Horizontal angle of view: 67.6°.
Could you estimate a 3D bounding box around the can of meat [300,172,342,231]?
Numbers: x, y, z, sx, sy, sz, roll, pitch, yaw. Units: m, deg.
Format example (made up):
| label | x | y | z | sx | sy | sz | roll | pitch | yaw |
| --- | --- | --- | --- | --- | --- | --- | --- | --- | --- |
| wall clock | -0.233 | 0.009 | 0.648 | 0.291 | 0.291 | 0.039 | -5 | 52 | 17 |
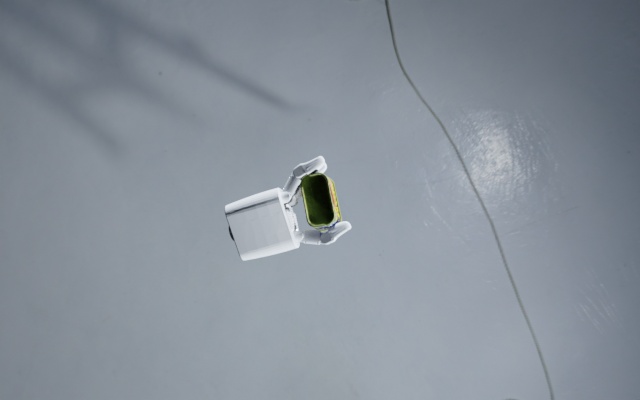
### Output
| label | x | y | z | sx | sy | sz | roll | pitch | yaw |
| --- | --- | --- | --- | --- | --- | --- | --- | --- | --- |
| can of meat | 0.000 | 0.003 | 0.869 | 0.057 | 0.102 | 0.084 | -12 | -7 | 7 |
